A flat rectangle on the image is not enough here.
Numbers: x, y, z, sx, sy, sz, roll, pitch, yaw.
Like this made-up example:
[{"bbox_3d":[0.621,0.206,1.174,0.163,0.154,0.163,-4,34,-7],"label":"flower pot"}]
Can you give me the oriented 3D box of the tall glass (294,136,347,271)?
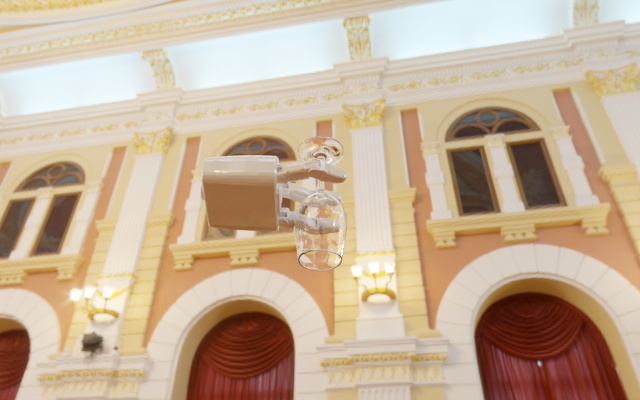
[{"bbox_3d":[0.000,0.002,0.715,0.079,0.201,0.079,0,-35,0],"label":"tall glass"}]
